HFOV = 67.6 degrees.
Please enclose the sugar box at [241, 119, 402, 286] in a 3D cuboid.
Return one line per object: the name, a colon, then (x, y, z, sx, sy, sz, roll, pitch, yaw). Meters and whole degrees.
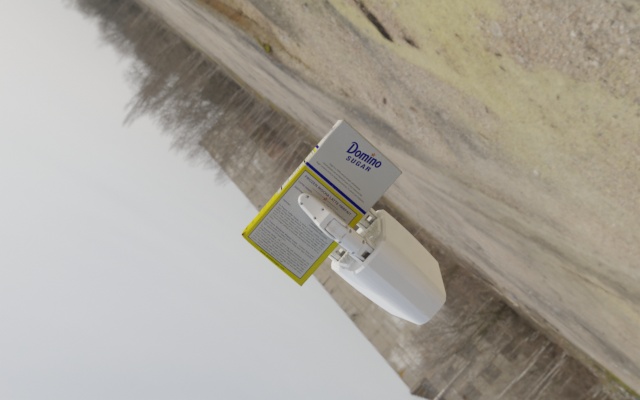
sugar box: (0.000, 0.002, 0.553, 0.093, 0.176, 0.048, 41, 3, -10)
